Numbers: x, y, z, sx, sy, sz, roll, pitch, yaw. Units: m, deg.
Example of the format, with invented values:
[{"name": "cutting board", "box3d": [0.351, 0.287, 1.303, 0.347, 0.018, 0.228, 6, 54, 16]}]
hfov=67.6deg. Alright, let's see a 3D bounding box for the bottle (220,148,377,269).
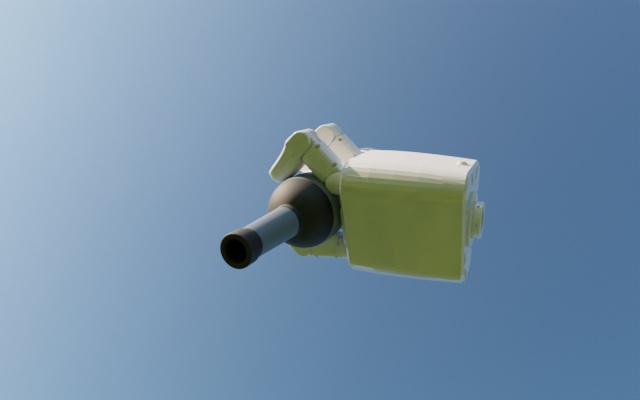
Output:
[{"name": "bottle", "box3d": [0.000, 0.001, 0.468, 0.069, 0.069, 0.295, 0, 14, 25]}]
